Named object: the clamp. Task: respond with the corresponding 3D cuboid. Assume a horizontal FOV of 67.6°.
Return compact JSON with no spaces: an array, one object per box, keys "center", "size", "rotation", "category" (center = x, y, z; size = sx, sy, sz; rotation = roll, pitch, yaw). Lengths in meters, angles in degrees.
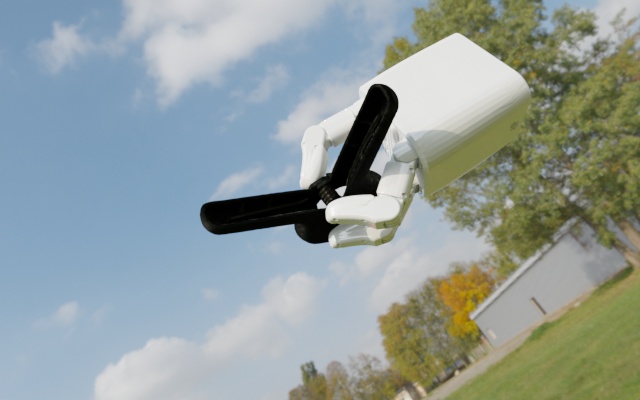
[{"center":[0.000,0.001,0.416],"size":[0.164,0.036,0.210],"rotation":[-31,-24,-1],"category":"clamp"}]
